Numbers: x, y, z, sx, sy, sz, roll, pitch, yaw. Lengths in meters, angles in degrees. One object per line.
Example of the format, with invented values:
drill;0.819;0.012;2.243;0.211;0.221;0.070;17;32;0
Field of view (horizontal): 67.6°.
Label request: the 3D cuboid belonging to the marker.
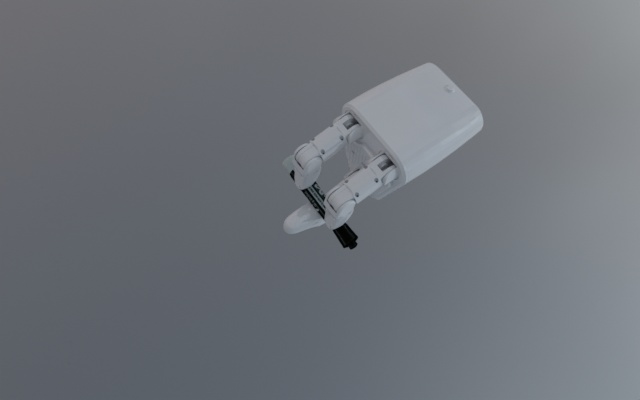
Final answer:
marker;0.000;0.002;0.503;0.020;0.121;0.020;-33;-19;-13
